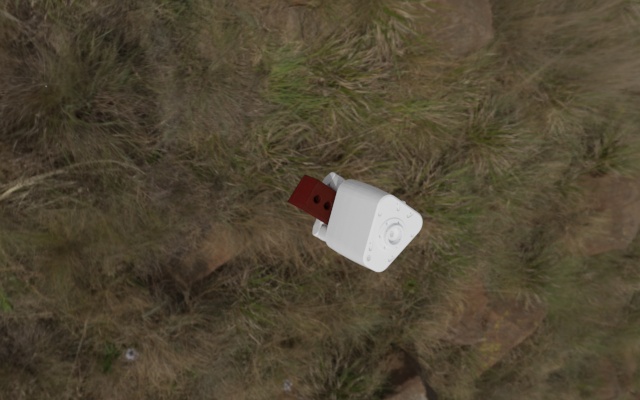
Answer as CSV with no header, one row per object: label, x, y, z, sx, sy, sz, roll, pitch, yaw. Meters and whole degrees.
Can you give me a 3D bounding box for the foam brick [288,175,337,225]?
foam brick,0.000,0.002,0.757,0.078,0.053,0.051,31,-3,-31
